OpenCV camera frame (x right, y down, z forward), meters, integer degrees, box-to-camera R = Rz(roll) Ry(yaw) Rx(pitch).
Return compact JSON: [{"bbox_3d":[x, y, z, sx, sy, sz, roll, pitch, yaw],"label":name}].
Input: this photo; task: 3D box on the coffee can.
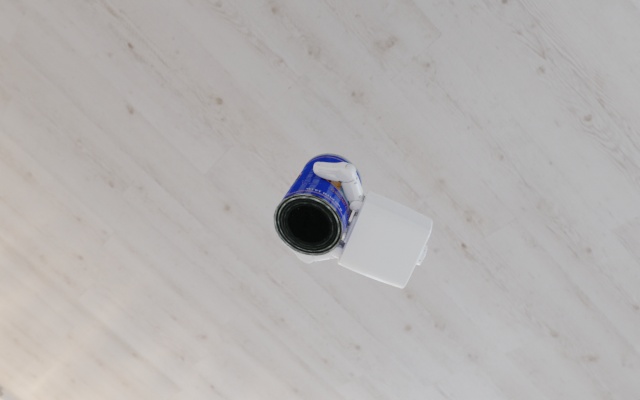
[{"bbox_3d":[0.000,0.002,0.726,0.103,0.103,0.140,0,29,17],"label":"coffee can"}]
